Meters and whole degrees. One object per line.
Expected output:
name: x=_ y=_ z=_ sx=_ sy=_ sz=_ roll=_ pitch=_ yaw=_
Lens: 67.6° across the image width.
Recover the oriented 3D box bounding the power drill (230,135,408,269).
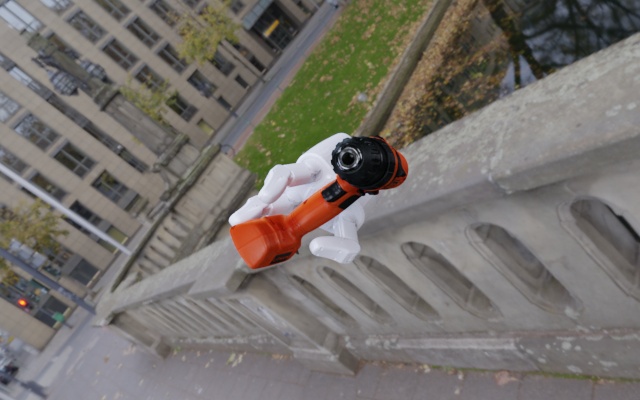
power drill: x=0.000 y=0.002 z=0.495 sx=0.188 sy=0.057 sz=0.184 roll=-33 pitch=-12 yaw=17
